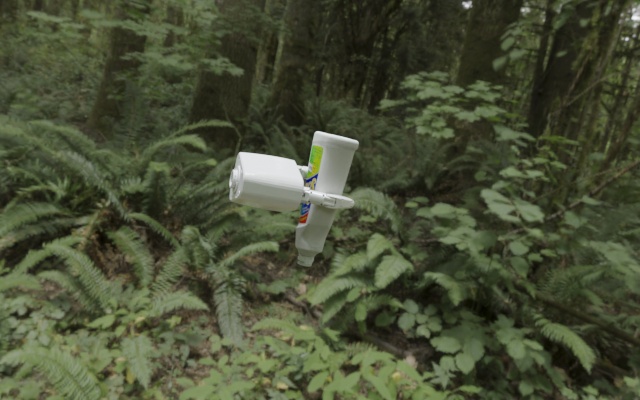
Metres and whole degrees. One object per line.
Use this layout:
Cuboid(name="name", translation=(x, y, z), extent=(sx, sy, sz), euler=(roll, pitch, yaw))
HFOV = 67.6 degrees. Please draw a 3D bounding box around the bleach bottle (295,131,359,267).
Cuboid(name="bleach bottle", translation=(0.000, 0.003, 0.886), extent=(0.068, 0.251, 0.102), euler=(10, 9, -21))
